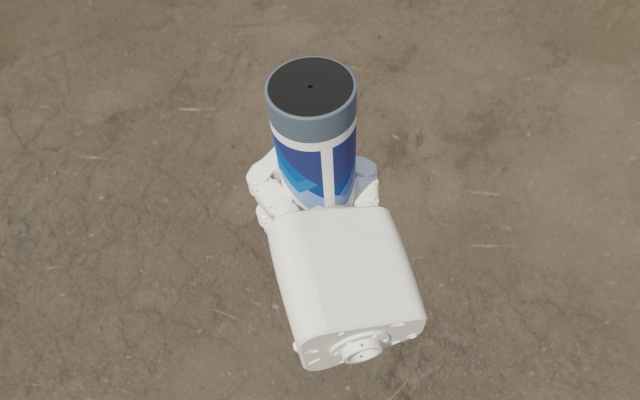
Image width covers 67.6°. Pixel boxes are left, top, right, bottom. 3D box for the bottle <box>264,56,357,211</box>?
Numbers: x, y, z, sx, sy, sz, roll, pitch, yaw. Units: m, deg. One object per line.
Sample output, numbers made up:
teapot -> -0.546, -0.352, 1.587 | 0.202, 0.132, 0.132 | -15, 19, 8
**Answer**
bottle -> 0.000, 0.001, 0.461 | 0.069, 0.069, 0.296 | 0, -34, 3
